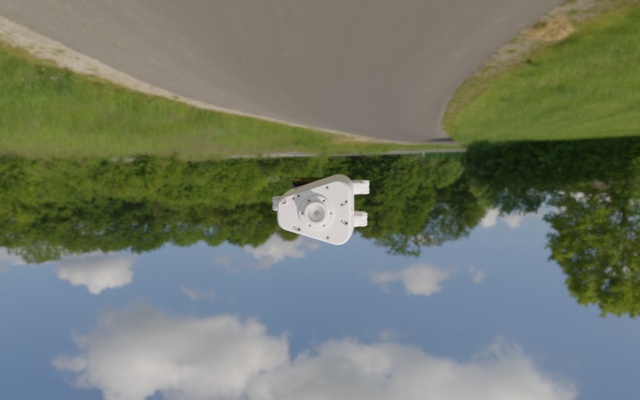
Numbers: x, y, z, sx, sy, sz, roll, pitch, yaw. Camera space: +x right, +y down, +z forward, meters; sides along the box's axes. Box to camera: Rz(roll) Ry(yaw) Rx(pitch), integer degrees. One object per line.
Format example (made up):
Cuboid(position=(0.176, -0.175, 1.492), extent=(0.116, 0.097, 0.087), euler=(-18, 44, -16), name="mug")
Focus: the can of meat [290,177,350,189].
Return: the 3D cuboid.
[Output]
Cuboid(position=(0.000, 0.003, 0.819), extent=(0.102, 0.084, 0.057), euler=(0, 5, 2), name="can of meat")
